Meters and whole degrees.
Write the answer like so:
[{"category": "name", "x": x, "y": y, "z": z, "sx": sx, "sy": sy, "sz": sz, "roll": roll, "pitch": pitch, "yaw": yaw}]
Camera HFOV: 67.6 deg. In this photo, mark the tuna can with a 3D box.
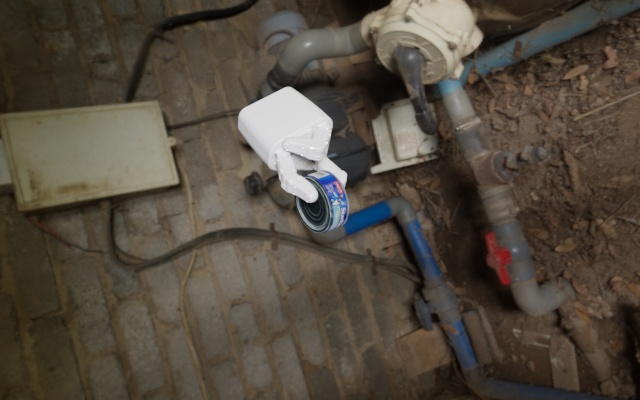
[{"category": "tuna can", "x": 0.000, "y": 0.002, "z": 0.676, "sx": 0.033, "sy": 0.086, "sz": 0.086, "roll": -20, "pitch": 12, "yaw": -35}]
